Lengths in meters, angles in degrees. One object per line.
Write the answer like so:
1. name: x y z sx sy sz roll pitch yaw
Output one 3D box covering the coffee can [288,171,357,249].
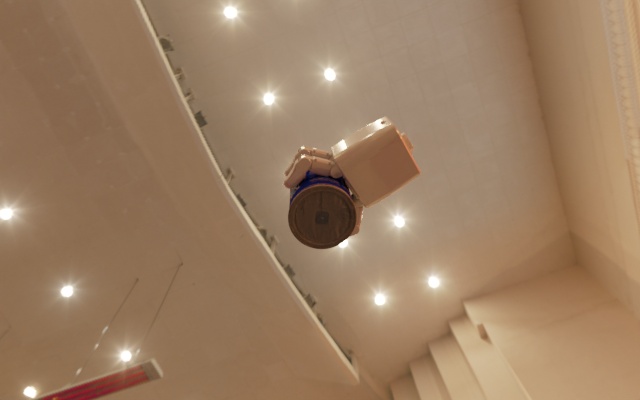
1. coffee can: 0.000 0.003 0.772 0.103 0.103 0.140 0 20 -3
